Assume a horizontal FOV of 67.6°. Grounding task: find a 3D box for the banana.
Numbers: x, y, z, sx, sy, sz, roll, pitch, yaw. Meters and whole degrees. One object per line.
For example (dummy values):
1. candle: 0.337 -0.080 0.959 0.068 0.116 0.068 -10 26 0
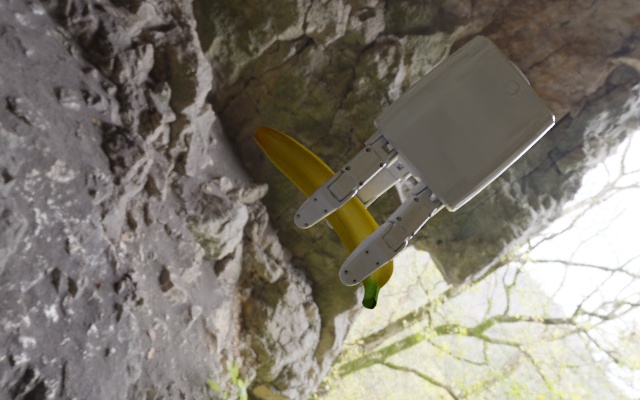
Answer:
1. banana: 0.011 0.005 0.439 0.037 0.197 0.069 -43 -22 19
